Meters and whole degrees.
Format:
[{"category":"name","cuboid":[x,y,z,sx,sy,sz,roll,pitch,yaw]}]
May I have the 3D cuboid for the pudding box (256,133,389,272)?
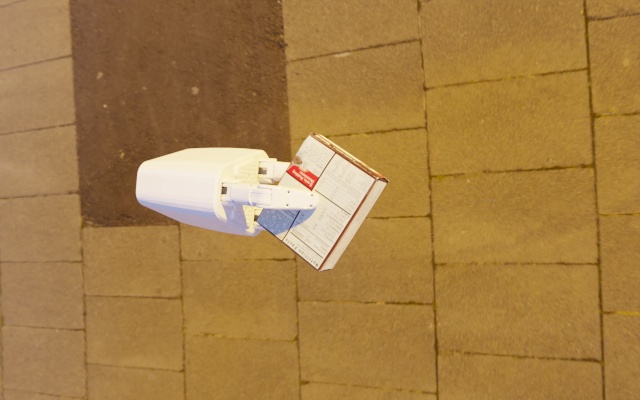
[{"category":"pudding box","cuboid":[0.000,0.002,0.482,0.090,0.113,0.039,36,14,20]}]
